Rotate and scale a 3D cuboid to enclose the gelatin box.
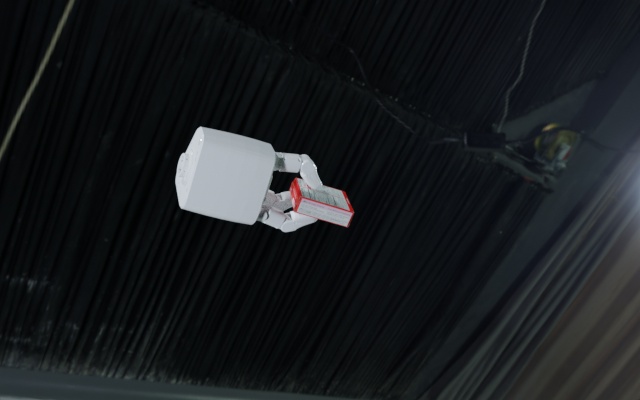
[{"bbox_3d":[0.001,0.002,0.725,0.089,0.030,0.073,16,22,-16],"label":"gelatin box"}]
